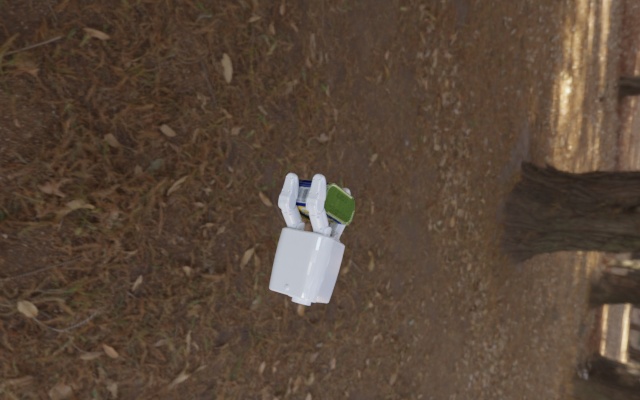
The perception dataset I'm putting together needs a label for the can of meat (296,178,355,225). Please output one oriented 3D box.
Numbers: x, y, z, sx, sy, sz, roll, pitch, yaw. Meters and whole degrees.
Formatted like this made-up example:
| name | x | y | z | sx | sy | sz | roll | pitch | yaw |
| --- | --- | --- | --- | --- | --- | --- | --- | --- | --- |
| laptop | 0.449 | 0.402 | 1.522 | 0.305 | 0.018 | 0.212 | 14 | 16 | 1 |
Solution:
| name | x | y | z | sx | sy | sz | roll | pitch | yaw |
| --- | --- | --- | --- | --- | --- | --- | --- | --- | --- |
| can of meat | 0.000 | 0.003 | 0.815 | 0.084 | 0.057 | 0.102 | 8 | -15 | 36 |
